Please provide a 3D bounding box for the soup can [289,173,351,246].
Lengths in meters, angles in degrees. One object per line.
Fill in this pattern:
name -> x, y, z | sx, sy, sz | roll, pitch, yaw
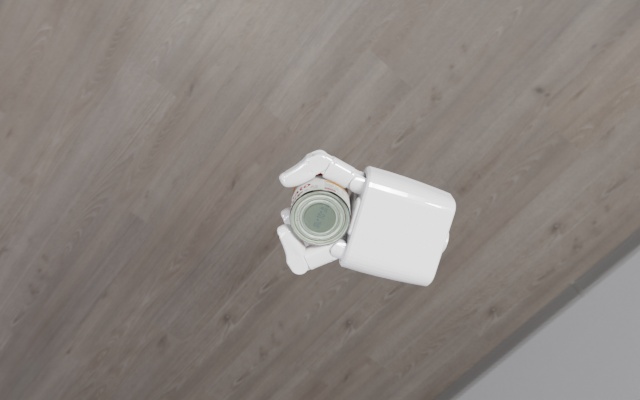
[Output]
soup can -> 0.000, 0.002, 0.557 | 0.068, 0.068, 0.102 | 0, 22, 1
